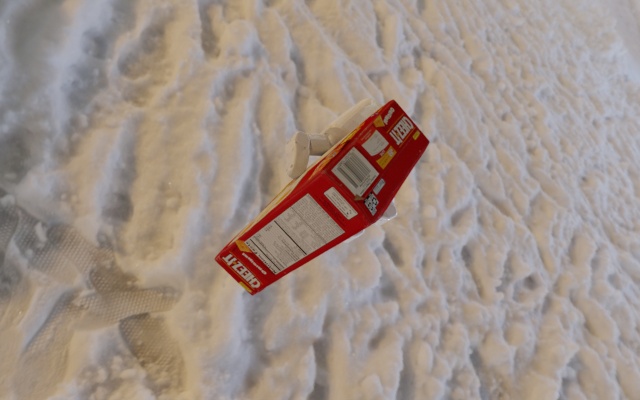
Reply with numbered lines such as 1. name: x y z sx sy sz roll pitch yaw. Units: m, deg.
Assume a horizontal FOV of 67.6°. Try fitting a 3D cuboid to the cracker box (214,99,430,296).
1. cracker box: 0.000 0.002 0.523 0.214 0.072 0.164 -37 9 44
